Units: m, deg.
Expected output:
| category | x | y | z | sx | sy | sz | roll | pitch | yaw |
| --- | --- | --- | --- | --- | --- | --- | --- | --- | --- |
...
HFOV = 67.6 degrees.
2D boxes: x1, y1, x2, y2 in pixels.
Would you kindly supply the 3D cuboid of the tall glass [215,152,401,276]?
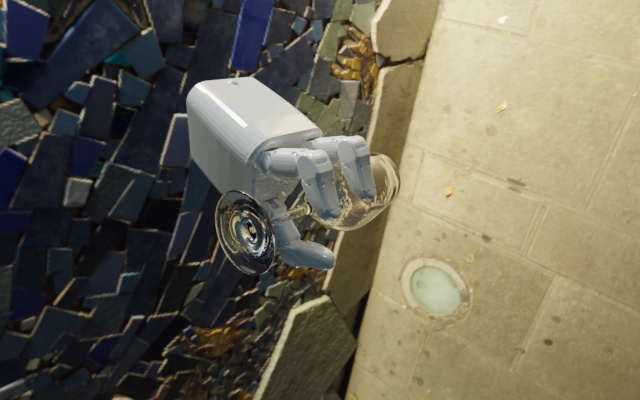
| category | x | y | z | sx | sy | sz | roll | pitch | yaw |
| --- | --- | --- | --- | --- | --- | --- | --- | --- | --- |
| tall glass | 0.000 | 0.002 | 0.466 | 0.079 | 0.079 | 0.201 | 0 | 15 | 42 |
